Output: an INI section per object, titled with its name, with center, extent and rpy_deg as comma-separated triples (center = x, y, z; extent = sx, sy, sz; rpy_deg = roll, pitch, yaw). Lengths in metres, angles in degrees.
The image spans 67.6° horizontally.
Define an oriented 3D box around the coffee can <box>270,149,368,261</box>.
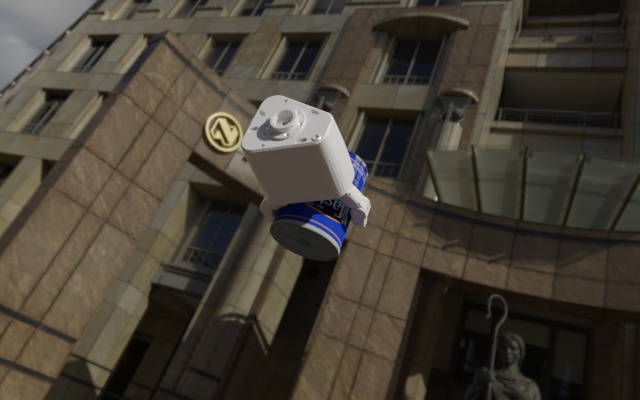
[coffee can]
center = 0.000, 0.003, 0.695
extent = 0.103, 0.140, 0.103
rpy_deg = 17, -28, 10
